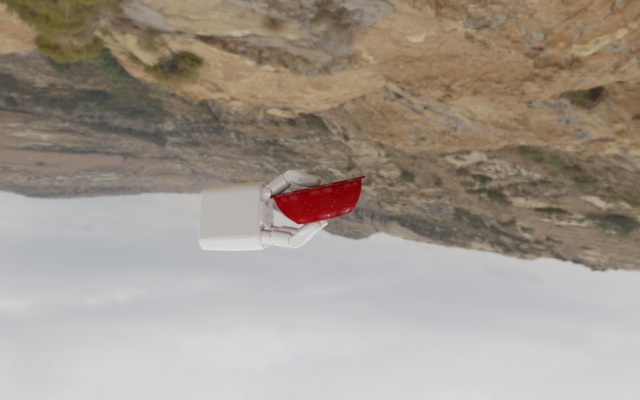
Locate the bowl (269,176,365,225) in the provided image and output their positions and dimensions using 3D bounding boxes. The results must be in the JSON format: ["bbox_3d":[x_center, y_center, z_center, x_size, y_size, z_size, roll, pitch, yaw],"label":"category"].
[{"bbox_3d":[0.001,0.003,0.780,0.162,0.055,0.162,-13,1,0],"label":"bowl"}]
